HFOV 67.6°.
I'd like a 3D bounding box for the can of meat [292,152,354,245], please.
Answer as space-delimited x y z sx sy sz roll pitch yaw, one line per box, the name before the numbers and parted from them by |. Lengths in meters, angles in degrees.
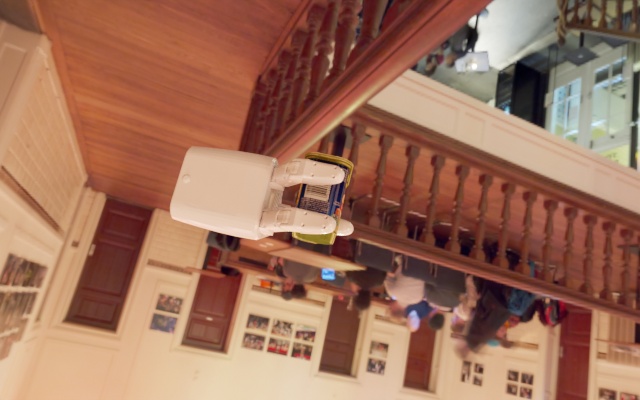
can of meat | 0.000 0.002 0.563 0.057 0.084 0.102 13 -15 2
